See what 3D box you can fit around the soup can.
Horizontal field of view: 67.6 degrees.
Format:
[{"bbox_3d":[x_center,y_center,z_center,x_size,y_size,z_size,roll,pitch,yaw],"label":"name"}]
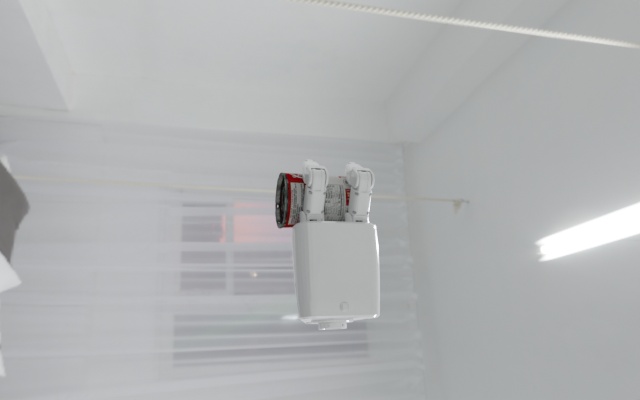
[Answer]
[{"bbox_3d":[0.000,0.001,0.587,0.102,0.068,0.068,2,-1,-15],"label":"soup can"}]
